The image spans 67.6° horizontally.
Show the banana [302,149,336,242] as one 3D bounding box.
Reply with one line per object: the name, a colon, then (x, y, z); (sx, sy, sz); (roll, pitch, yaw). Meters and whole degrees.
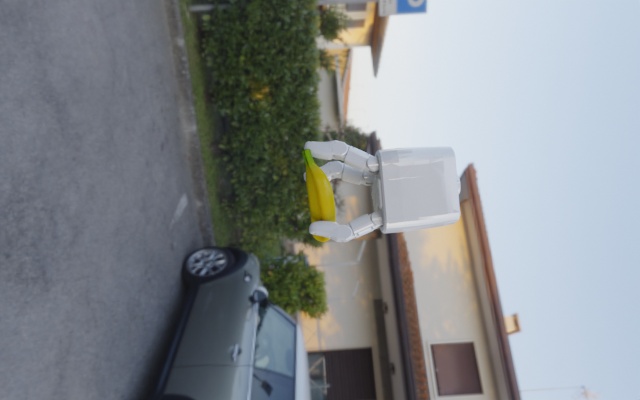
banana: (0.002, 0.014, 0.703); (0.037, 0.069, 0.198); (-7, -39, -2)
